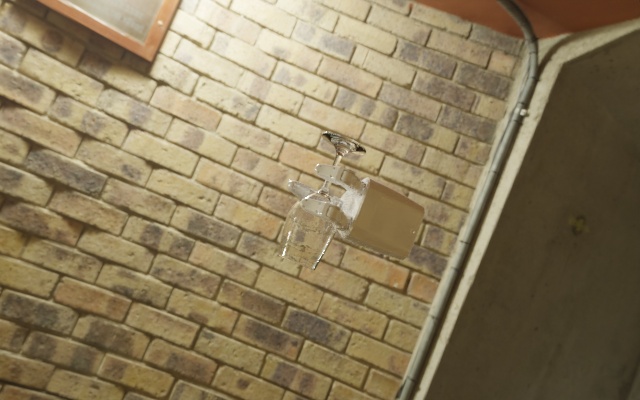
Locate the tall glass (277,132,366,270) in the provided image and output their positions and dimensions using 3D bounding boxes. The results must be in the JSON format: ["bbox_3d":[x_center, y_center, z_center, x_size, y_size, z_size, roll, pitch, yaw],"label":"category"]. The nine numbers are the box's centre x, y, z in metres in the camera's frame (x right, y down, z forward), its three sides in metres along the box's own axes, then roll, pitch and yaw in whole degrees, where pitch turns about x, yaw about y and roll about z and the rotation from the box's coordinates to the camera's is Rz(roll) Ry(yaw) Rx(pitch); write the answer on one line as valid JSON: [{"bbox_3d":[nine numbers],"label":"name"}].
[{"bbox_3d":[0.000,0.002,0.730,0.079,0.201,0.079,22,-8,3],"label":"tall glass"}]
